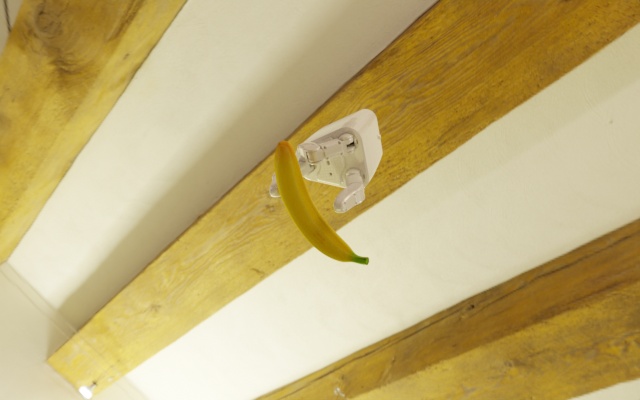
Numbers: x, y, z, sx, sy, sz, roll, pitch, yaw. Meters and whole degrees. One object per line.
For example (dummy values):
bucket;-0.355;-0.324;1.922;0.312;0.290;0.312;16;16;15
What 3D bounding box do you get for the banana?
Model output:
banana;-0.012;0.012;0.639;0.070;0.198;0.037;-29;14;32
